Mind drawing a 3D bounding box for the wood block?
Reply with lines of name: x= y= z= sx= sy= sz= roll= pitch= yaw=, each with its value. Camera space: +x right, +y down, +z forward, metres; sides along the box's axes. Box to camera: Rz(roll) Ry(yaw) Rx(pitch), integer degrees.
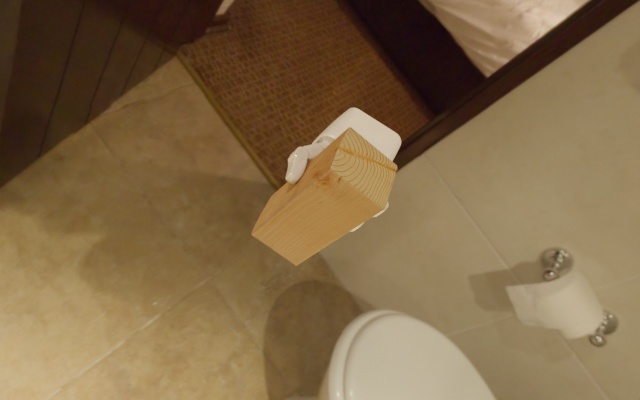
wood block: x=0.000 y=0.002 z=0.680 sx=0.091 sy=0.090 sz=0.206 roll=37 pitch=-44 yaw=-14
